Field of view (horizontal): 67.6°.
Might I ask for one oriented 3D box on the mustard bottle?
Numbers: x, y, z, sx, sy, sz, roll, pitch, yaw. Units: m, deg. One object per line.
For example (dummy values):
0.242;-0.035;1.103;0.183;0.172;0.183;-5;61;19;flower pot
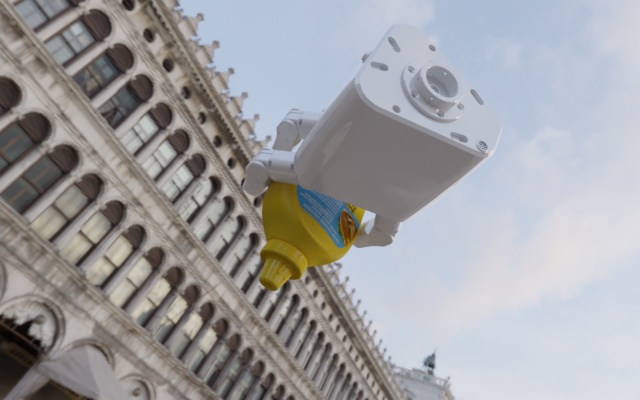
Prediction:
0.000;0.001;0.441;0.058;0.191;0.096;-11;-53;46;mustard bottle
